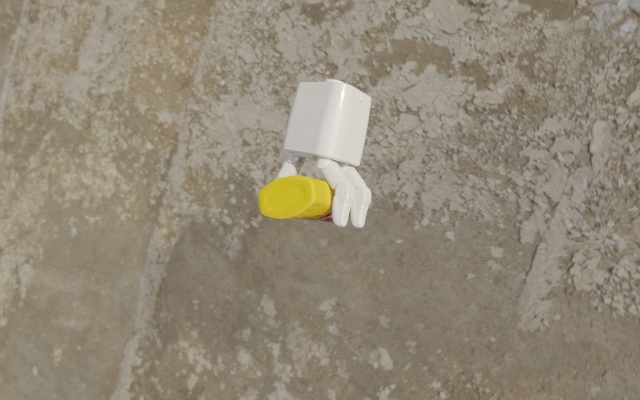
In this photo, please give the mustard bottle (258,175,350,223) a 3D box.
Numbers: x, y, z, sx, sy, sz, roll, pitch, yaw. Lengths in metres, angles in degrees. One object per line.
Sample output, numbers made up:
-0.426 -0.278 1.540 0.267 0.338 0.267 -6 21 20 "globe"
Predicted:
0.000 0.003 0.717 0.096 0.058 0.191 -14 -11 29 "mustard bottle"
